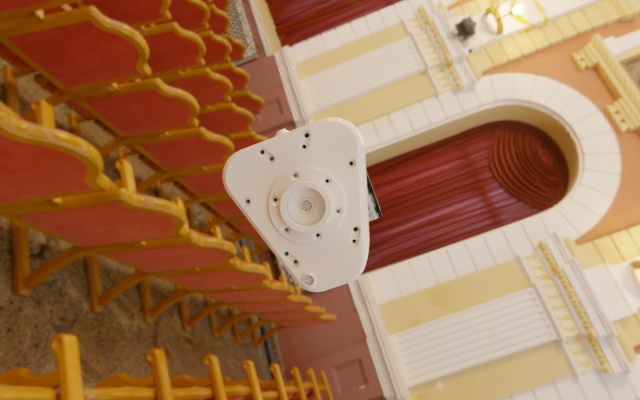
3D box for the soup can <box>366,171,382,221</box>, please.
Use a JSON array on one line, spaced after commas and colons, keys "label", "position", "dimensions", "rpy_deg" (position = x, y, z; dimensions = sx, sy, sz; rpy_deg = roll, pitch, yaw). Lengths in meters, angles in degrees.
[{"label": "soup can", "position": [0.000, 0.001, 0.460], "dimensions": [0.102, 0.068, 0.068], "rpy_deg": [-20, -2, 5]}]
